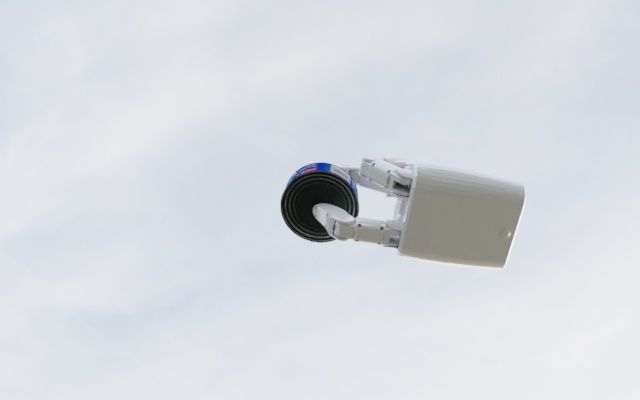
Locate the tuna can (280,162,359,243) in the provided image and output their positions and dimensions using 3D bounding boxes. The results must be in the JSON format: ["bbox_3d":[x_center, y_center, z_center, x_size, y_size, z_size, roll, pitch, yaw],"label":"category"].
[{"bbox_3d":[0.000,0.001,0.531,0.086,0.086,0.033,0,24,4],"label":"tuna can"}]
